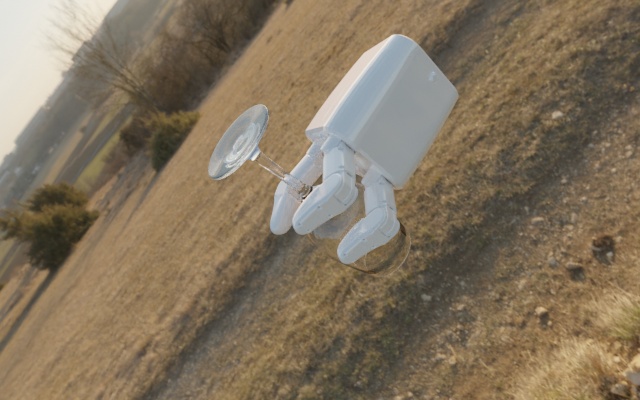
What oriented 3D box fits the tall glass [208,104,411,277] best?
[{"bbox_3d":[-0.001,0.001,0.442,0.201,0.079,0.079,37,-21,-32],"label":"tall glass"}]
